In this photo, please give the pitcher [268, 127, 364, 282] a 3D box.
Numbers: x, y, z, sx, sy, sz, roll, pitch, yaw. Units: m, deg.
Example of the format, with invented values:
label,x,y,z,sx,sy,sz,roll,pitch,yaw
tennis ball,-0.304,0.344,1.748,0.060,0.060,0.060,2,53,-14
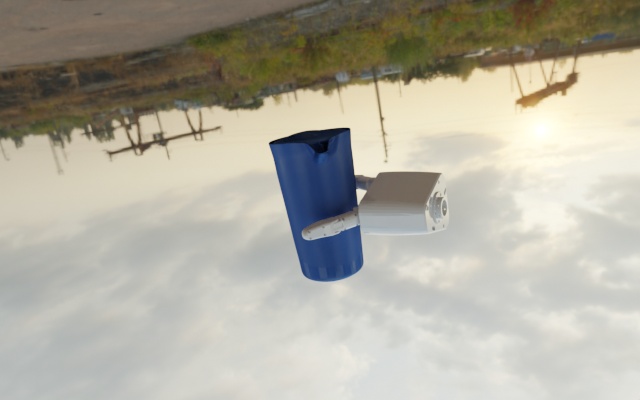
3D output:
label,x,y,z,sx,sy,sz,roll,pitch,yaw
pitcher,0.000,0.003,0.800,0.145,0.243,0.149,-1,17,32
